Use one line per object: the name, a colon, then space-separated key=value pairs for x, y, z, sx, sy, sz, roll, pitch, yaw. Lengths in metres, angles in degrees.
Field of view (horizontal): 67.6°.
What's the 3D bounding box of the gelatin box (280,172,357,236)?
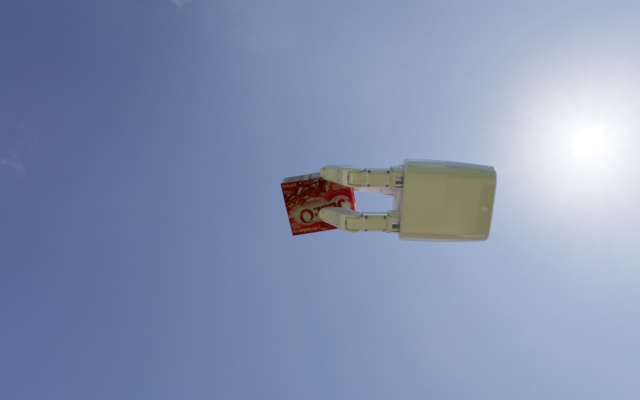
gelatin box: x=0.000 y=0.002 z=0.613 sx=0.089 sy=0.073 sz=0.030 roll=-9 pitch=18 yaw=10
